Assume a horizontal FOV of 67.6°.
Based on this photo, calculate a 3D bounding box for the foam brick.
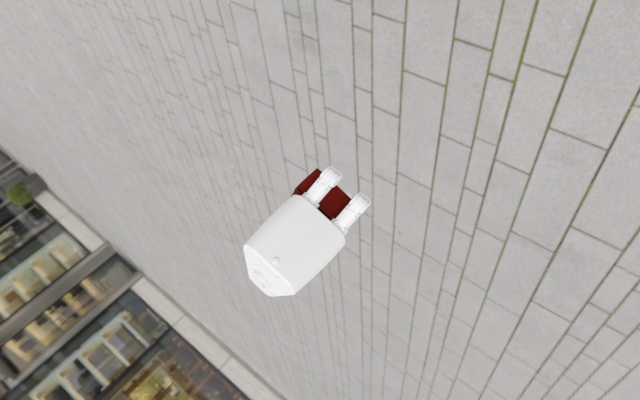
[{"bbox_3d":[0.000,0.002,0.706,0.051,0.078,0.053,-44,-7,-29],"label":"foam brick"}]
